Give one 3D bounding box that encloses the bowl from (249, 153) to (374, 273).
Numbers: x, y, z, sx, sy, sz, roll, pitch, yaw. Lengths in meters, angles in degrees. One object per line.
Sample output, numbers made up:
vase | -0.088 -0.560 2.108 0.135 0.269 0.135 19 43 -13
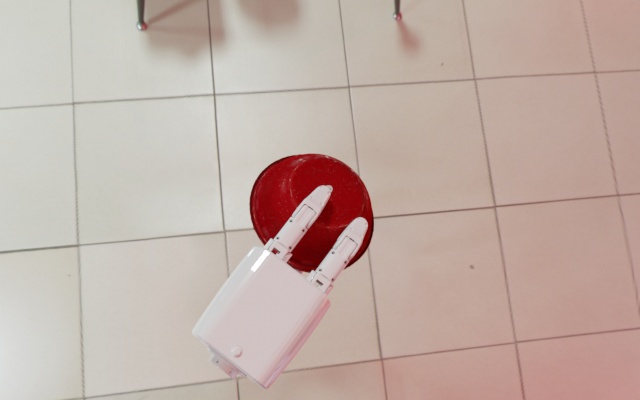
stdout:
bowl | 0.001 0.001 0.567 0.162 0.162 0.055 0 -27 -21
